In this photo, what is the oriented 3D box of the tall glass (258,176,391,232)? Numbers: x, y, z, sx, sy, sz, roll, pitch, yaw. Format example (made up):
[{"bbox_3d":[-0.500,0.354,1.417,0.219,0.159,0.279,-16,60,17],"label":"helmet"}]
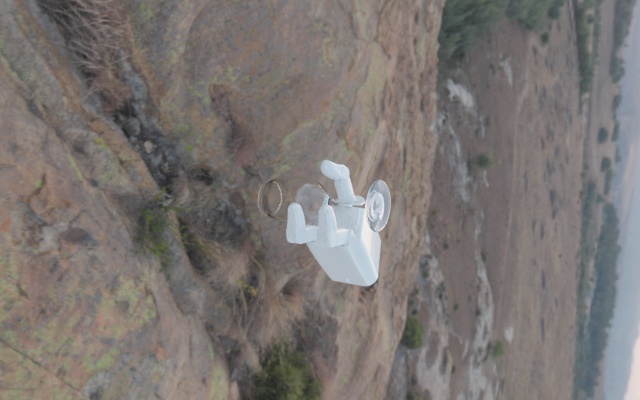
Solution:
[{"bbox_3d":[0.001,0.002,0.728,0.201,0.079,0.079,4,2,33],"label":"tall glass"}]
